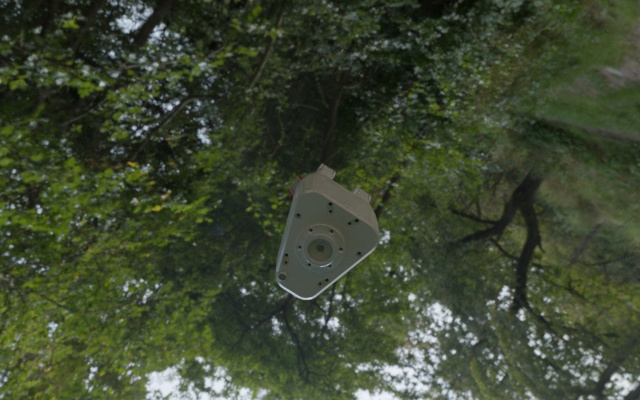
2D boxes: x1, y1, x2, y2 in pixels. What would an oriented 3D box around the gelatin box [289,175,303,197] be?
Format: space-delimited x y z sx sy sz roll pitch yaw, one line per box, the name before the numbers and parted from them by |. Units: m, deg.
gelatin box | 0.000 0.002 0.640 0.073 0.030 0.089 30 6 -17
